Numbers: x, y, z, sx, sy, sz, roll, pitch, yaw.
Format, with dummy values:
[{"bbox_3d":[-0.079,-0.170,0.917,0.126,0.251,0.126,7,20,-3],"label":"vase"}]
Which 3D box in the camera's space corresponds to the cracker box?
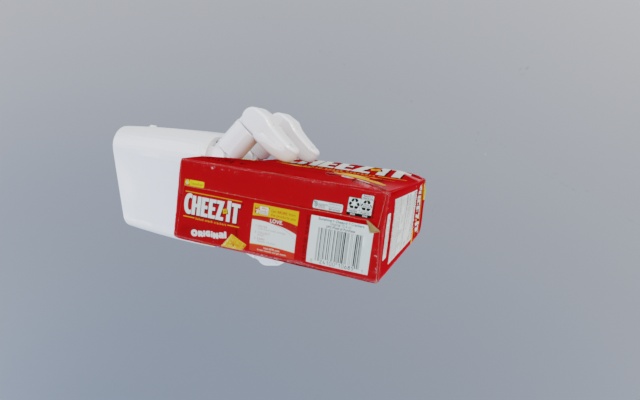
[{"bbox_3d":[0.000,0.002,0.435,0.164,0.072,0.213,10,8,18],"label":"cracker box"}]
